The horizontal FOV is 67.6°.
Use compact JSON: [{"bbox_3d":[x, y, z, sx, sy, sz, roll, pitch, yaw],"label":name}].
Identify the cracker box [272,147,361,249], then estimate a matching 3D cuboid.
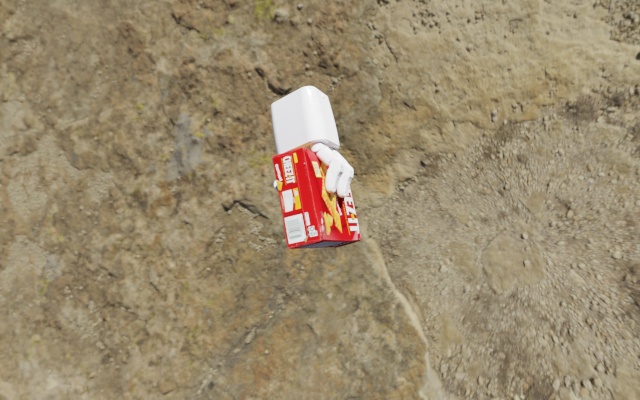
[{"bbox_3d":[0.000,0.003,0.889,0.072,0.164,0.214,-14,-10,22],"label":"cracker box"}]
